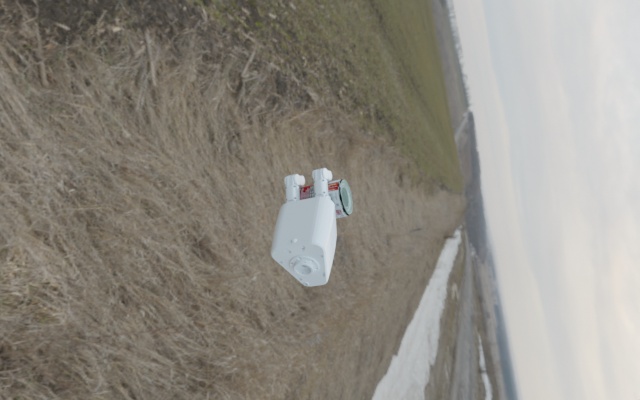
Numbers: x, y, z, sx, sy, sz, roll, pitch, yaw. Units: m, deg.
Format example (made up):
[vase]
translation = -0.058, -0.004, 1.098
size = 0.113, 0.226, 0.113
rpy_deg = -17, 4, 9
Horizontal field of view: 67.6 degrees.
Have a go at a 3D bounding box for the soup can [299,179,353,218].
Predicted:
[soup can]
translation = 0.001, 0.003, 0.867
size = 0.102, 0.068, 0.068
rpy_deg = -11, -4, 19
